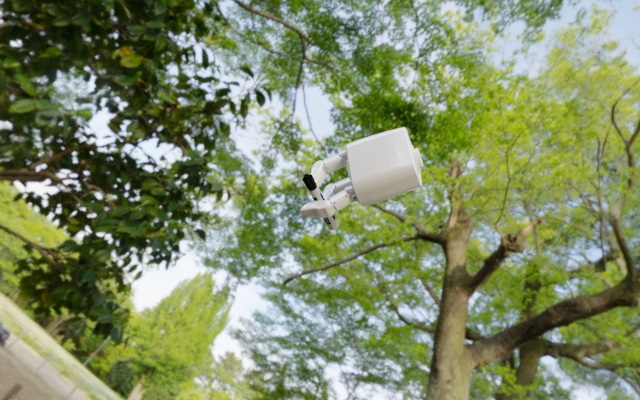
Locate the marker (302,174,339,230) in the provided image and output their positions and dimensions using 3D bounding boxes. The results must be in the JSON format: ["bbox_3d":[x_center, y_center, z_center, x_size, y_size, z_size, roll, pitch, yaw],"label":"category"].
[{"bbox_3d":[0.000,0.003,0.811,0.020,0.121,0.020,-18,36,14],"label":"marker"}]
